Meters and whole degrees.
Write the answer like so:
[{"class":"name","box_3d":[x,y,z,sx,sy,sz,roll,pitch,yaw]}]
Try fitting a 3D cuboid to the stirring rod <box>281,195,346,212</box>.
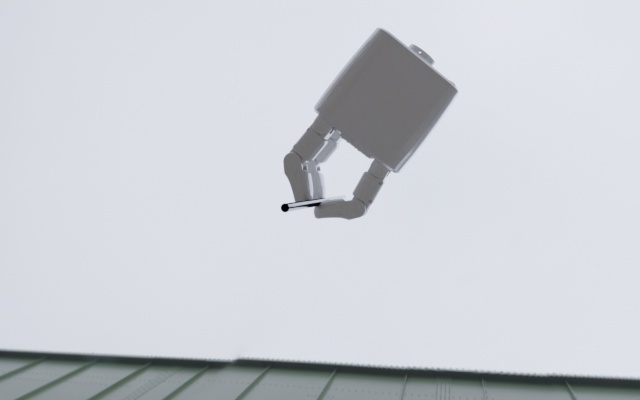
[{"class":"stirring rod","box_3d":[0.000,0.002,0.538,0.011,0.011,0.239,0,2,15]}]
